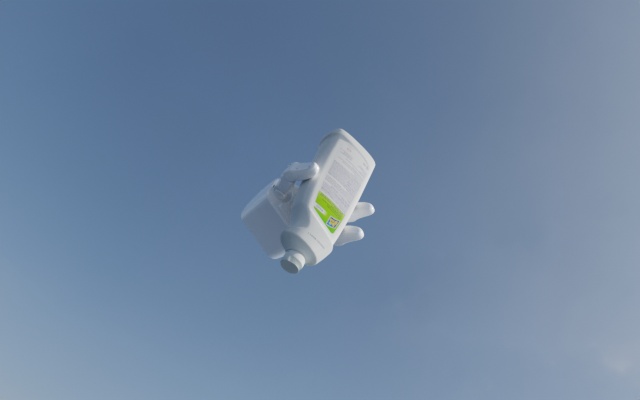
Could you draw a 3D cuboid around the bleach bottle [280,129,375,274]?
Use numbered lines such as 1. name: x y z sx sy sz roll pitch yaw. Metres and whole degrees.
1. bleach bottle: 0.000 0.002 0.730 0.102 0.250 0.068 42 -41 -13
